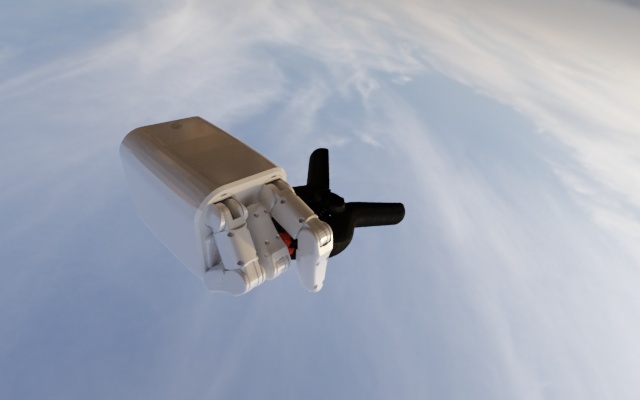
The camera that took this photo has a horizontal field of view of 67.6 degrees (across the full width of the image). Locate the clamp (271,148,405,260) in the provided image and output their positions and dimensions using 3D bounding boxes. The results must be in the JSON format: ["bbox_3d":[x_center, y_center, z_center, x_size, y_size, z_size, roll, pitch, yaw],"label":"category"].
[{"bbox_3d":[0.000,0.002,0.463,0.120,0.039,0.171,38,33,22],"label":"clamp"}]
